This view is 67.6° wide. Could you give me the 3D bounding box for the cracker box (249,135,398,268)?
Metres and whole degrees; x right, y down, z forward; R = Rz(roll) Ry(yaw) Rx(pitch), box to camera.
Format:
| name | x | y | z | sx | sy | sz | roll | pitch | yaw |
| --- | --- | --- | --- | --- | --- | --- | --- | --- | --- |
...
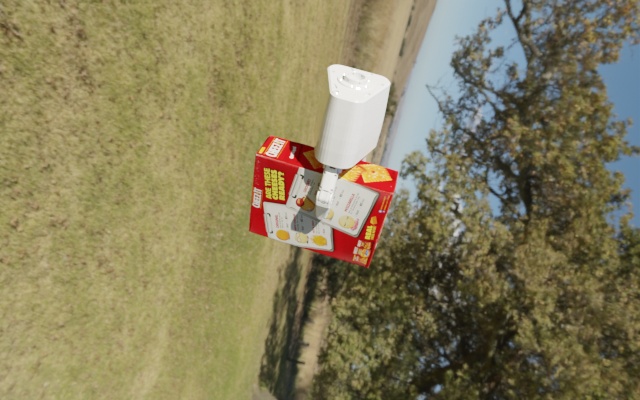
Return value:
| name | x | y | z | sx | sy | sz | roll | pitch | yaw |
| --- | --- | --- | --- | --- | --- | --- | --- | --- | --- |
| cracker box | 0.000 | 0.003 | 0.773 | 0.213 | 0.164 | 0.072 | 17 | 39 | 6 |
